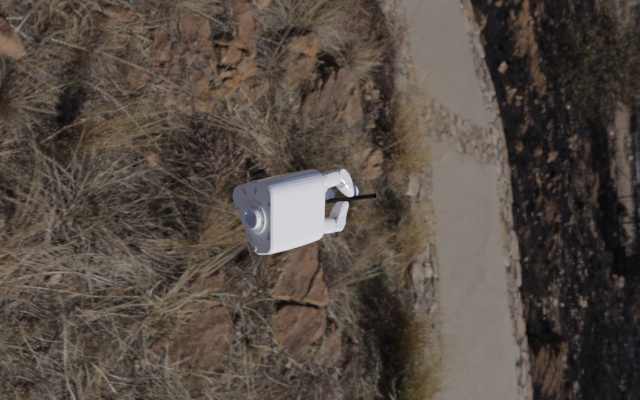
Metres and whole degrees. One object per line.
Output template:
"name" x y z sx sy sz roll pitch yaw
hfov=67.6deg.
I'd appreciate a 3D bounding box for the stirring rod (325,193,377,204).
"stirring rod" 0.000 0.003 0.834 0.239 0.011 0.011 -7 -5 44
